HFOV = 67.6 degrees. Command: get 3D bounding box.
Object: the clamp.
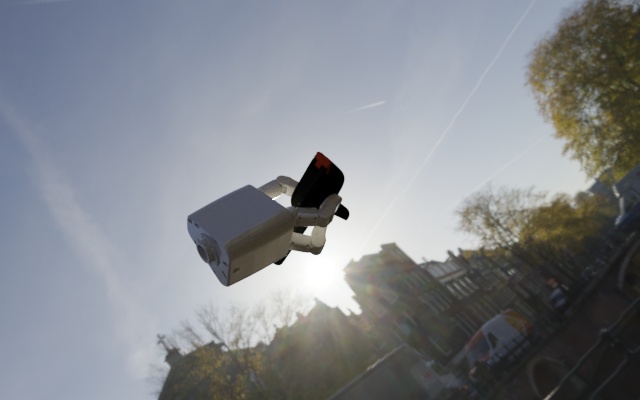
[{"bbox_3d":[-0.001,0.002,0.737,0.164,0.210,0.036,-30,61,-34],"label":"clamp"}]
